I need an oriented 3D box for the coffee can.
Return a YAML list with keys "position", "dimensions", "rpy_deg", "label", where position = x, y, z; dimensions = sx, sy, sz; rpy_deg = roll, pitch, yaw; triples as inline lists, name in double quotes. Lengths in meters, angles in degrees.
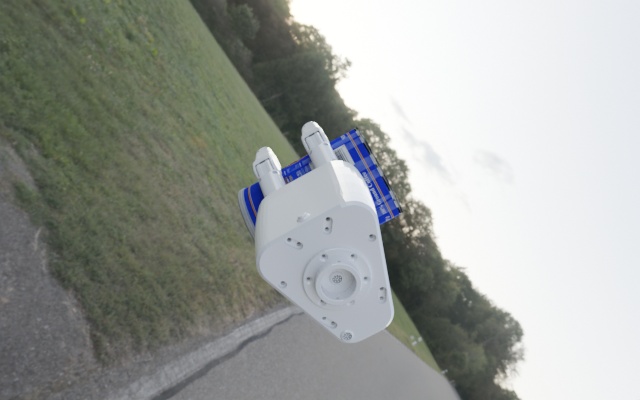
- position: [0.000, 0.002, 0.500]
  dimensions: [0.140, 0.103, 0.103]
  rpy_deg: [-28, -3, 5]
  label: "coffee can"
